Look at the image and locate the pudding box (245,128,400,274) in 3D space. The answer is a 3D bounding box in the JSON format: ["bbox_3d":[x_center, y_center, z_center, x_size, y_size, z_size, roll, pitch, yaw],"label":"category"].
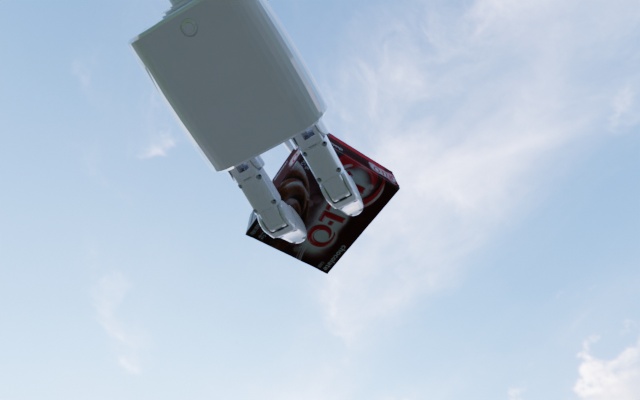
[{"bbox_3d":[0.000,0.001,0.425,0.090,0.113,0.039,29,26,-20],"label":"pudding box"}]
